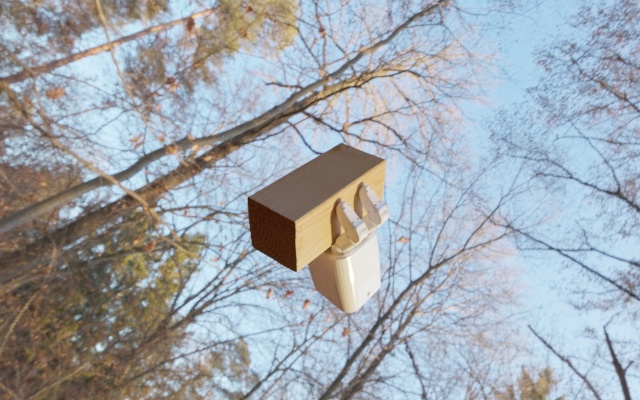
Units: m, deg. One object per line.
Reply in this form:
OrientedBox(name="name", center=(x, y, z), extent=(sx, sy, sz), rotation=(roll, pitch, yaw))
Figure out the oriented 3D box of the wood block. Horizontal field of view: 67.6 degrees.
OrientedBox(name="wood block", center=(0.000, 0.002, 0.705), extent=(0.091, 0.090, 0.206), rotation=(25, 41, 31))
